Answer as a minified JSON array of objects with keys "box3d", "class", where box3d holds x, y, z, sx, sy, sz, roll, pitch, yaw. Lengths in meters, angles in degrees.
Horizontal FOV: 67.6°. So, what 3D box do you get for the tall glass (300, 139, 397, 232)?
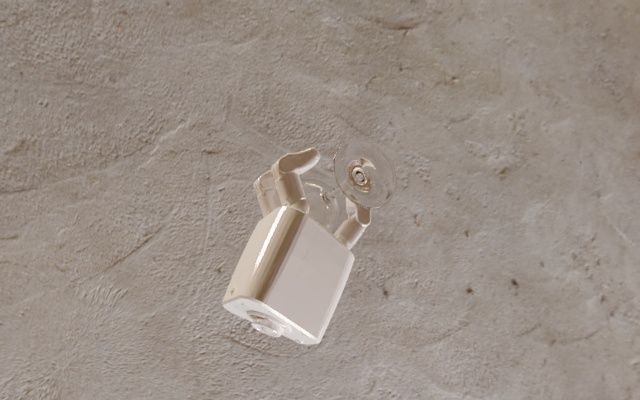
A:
[{"box3d":[0.001,0.002,0.558,0.079,0.079,0.201,0,-17,-28],"class":"tall glass"}]
